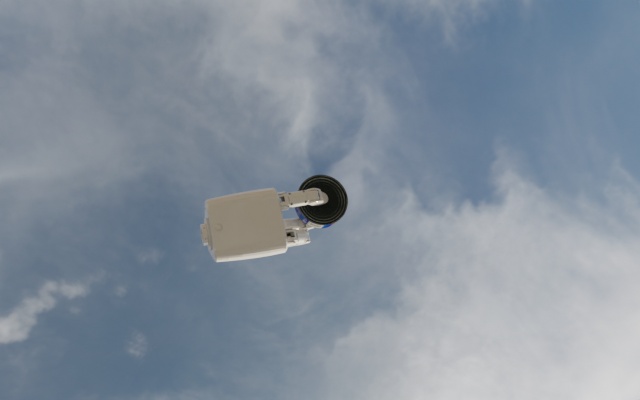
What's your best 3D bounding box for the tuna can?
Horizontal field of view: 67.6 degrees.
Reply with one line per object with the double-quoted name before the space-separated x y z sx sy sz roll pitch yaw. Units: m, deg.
"tuna can" 0.000 0.003 0.794 0.086 0.086 0.034 0 -15 -13
